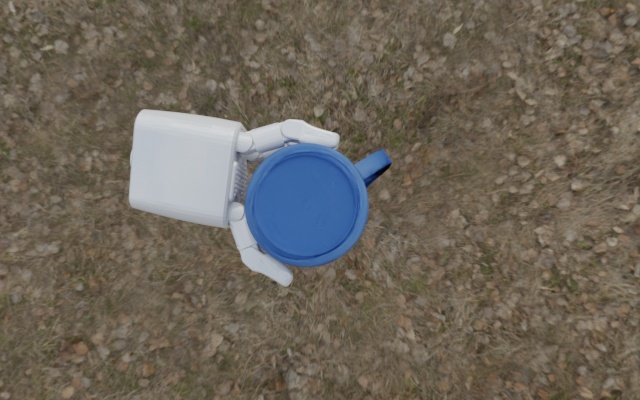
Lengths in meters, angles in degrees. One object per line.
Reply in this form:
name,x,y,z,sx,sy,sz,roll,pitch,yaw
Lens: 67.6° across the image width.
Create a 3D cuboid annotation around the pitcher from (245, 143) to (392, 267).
pitcher,0.000,0.002,0.522,0.145,0.149,0.243,11,-2,2
